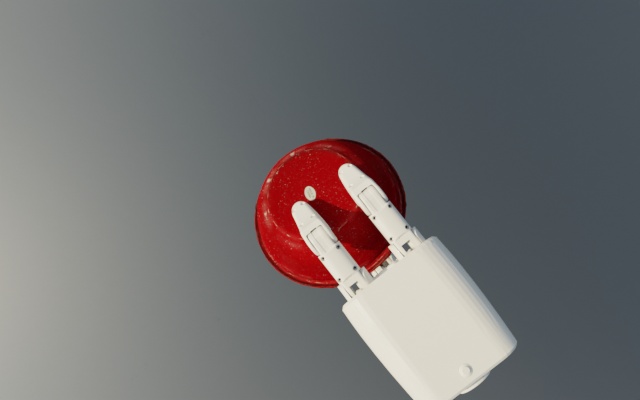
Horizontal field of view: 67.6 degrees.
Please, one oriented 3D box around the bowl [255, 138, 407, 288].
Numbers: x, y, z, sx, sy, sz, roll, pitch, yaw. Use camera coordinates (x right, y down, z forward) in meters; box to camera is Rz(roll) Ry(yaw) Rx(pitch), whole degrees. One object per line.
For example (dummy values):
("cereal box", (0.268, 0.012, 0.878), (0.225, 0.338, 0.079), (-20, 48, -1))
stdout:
("bowl", (-0.001, 0.001, 0.470), (0.162, 0.162, 0.055), (0, -19, 17))
